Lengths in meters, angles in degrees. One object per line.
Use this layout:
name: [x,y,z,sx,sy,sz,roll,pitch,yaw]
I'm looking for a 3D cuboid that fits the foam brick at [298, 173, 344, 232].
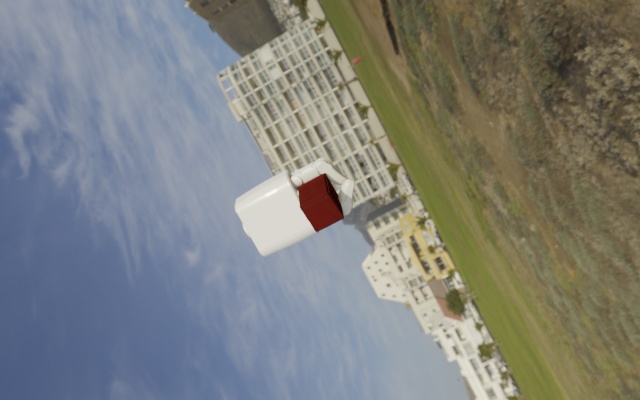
foam brick: [0.000,0.002,0.755,0.051,0.053,0.078,-27,25,9]
